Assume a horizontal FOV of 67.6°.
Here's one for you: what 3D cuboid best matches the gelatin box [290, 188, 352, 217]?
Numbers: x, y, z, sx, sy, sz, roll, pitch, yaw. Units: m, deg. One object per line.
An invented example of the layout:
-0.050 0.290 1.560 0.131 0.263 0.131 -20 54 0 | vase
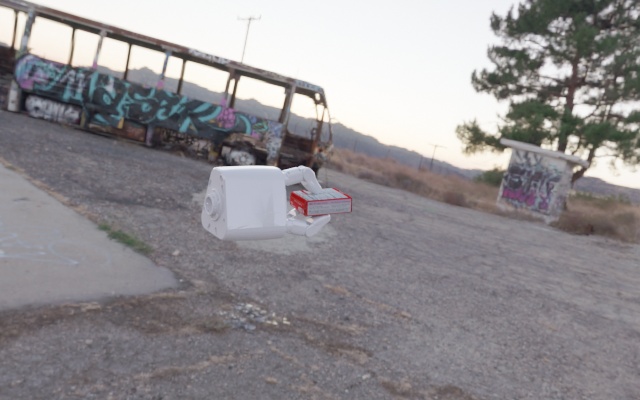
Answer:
0.000 0.002 0.832 0.089 0.030 0.073 -6 16 -23 | gelatin box
